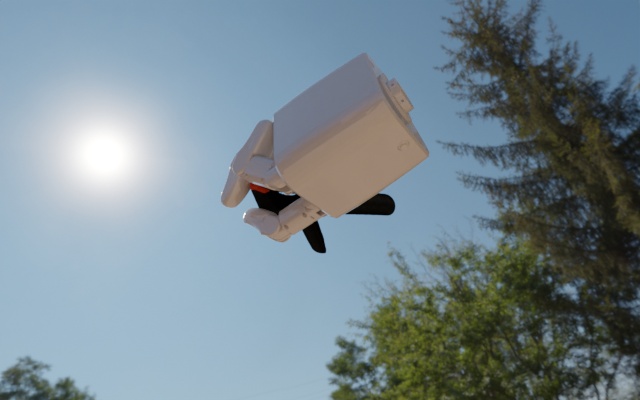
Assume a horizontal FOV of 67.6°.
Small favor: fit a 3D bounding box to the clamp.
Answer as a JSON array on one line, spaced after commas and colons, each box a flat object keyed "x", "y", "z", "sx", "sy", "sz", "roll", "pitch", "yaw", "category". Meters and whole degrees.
[{"x": 0.000, "y": 0.001, "z": 0.515, "sx": 0.120, "sy": 0.039, "sz": 0.171, "roll": -32, "pitch": -38, "yaw": 19, "category": "clamp"}]
